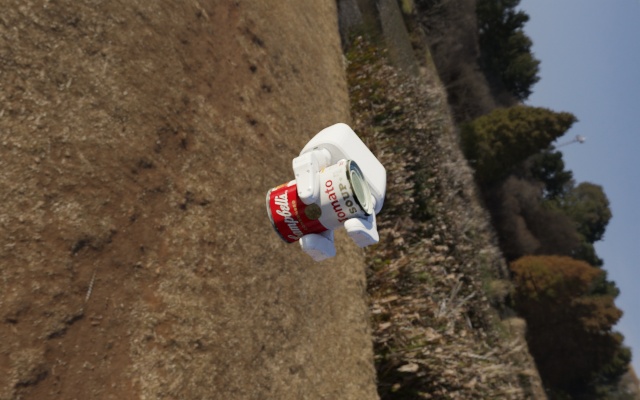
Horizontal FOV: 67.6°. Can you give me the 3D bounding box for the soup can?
[{"bbox_3d":[0.000,0.002,0.538,0.102,0.068,0.068,-20,-7,19],"label":"soup can"}]
